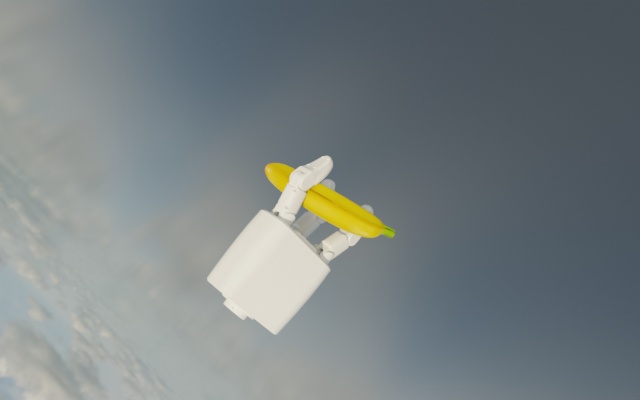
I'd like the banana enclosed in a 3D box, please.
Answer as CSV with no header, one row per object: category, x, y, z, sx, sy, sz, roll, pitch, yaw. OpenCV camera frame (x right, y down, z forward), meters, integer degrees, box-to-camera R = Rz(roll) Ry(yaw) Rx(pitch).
banana,-0.001,0.000,0.601,0.198,0.037,0.070,31,-4,17
